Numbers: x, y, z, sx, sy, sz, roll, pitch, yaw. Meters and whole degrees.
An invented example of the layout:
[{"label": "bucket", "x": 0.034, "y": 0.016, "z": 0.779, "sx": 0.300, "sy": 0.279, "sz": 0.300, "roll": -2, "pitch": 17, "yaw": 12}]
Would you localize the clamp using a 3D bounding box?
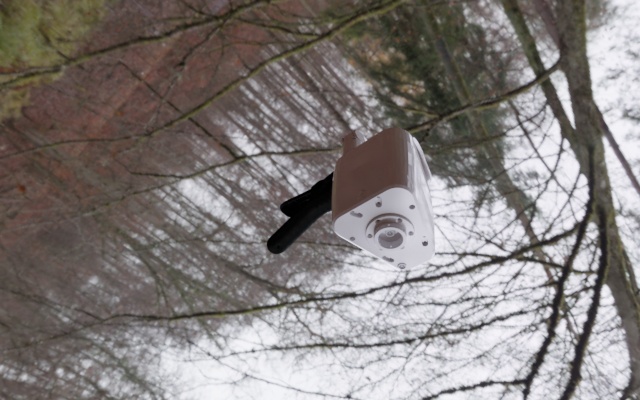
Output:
[{"label": "clamp", "x": 0.001, "y": 0.002, "z": 0.604, "sx": 0.171, "sy": 0.039, "sz": 0.120, "roll": -35, "pitch": 23, "yaw": 28}]
